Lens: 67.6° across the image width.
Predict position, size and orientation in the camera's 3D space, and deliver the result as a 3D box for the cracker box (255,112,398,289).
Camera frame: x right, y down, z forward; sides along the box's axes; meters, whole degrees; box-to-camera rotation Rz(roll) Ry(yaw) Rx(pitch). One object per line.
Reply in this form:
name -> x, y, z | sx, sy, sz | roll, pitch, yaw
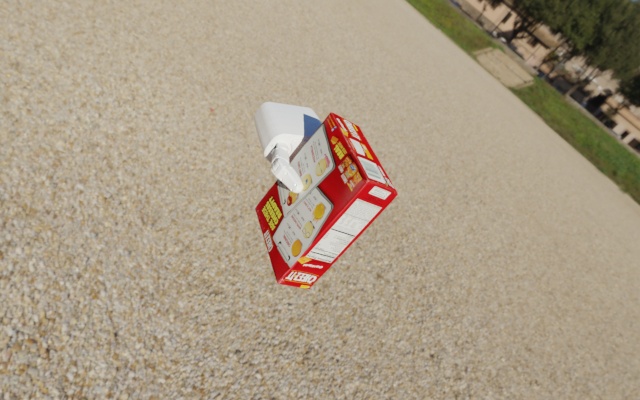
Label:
cracker box -> 0.000, 0.002, 0.716 | 0.072, 0.214, 0.164 | 20, 32, -36
